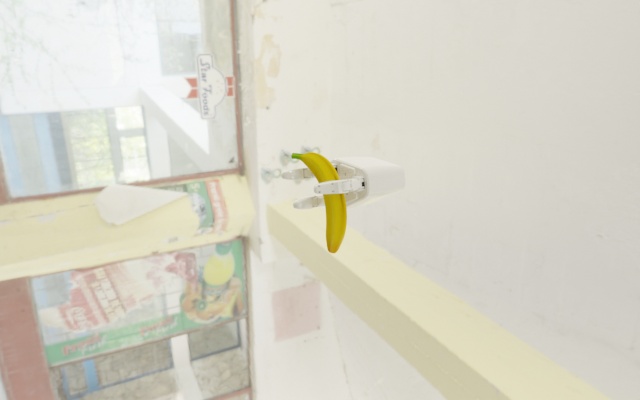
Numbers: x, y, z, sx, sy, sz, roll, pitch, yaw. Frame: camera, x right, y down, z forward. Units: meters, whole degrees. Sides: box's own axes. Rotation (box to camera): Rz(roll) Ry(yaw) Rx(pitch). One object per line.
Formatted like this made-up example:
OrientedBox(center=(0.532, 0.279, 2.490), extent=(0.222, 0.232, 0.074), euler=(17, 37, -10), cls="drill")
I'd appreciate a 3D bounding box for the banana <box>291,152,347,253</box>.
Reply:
OrientedBox(center=(0.012, -0.007, 0.849), extent=(0.070, 0.197, 0.037), euler=(-28, -12, 37), cls="banana")
